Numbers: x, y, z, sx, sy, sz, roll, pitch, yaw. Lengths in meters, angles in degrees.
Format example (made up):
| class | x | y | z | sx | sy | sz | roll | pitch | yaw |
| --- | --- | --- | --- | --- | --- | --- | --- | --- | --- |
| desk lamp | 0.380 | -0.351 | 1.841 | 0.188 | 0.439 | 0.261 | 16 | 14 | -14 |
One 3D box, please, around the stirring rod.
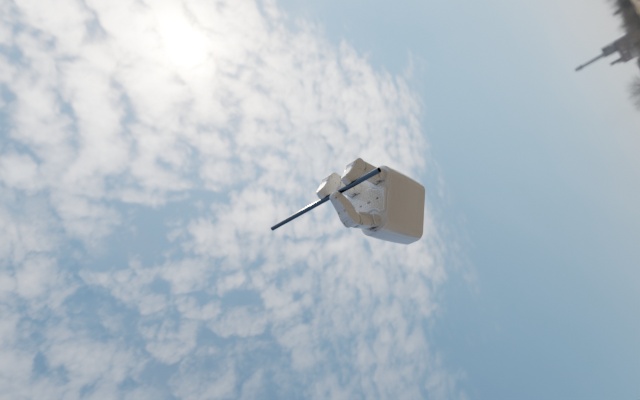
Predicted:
| class | x | y | z | sx | sy | sz | roll | pitch | yaw |
| --- | --- | --- | --- | --- | --- | --- | --- | --- | --- |
| stirring rod | 0.000 | 0.002 | 0.748 | 0.239 | 0.011 | 0.011 | -29 | -19 | 38 |
